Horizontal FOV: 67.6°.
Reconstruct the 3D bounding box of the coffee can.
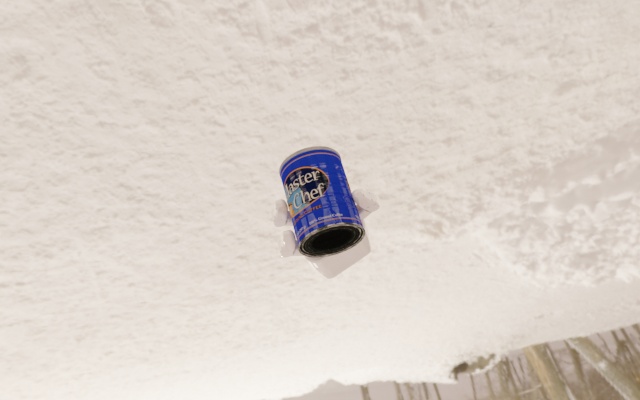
[{"bbox_3d":[0.000,0.002,0.735,0.103,0.140,0.103,-12,-29,-7],"label":"coffee can"}]
